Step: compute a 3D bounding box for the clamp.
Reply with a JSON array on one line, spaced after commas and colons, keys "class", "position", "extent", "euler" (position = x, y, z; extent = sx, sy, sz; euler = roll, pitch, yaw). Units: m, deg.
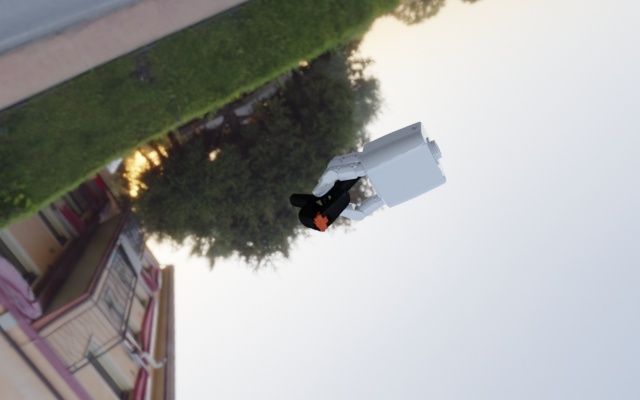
[{"class": "clamp", "position": [0.001, 0.004, 0.836], "extent": [0.164, 0.036, 0.210], "euler": [-25, 17, 20]}]
